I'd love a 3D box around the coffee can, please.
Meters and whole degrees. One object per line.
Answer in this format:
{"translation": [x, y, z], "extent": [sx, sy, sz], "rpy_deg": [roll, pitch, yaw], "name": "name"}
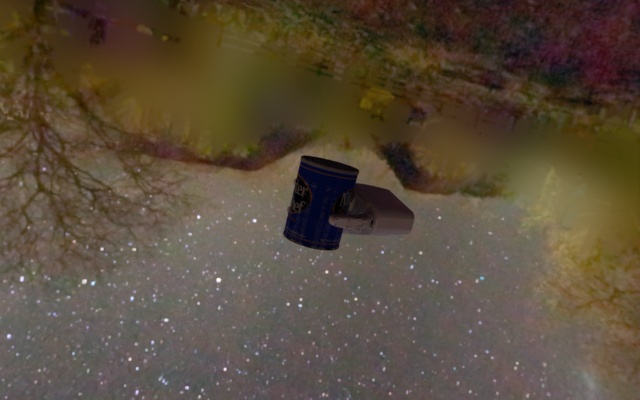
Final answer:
{"translation": [0.000, 0.003, 0.825], "extent": [0.103, 0.140, 0.103], "rpy_deg": [14, 11, -3], "name": "coffee can"}
